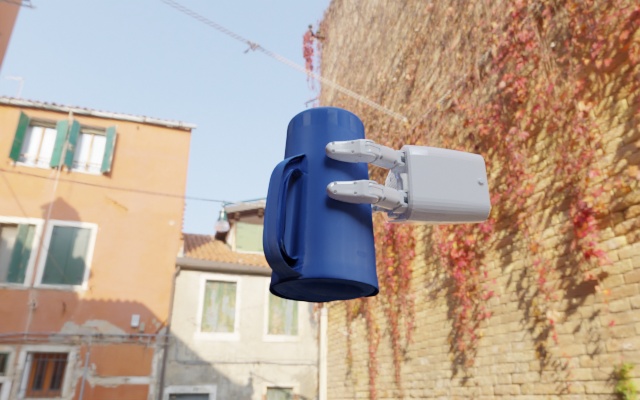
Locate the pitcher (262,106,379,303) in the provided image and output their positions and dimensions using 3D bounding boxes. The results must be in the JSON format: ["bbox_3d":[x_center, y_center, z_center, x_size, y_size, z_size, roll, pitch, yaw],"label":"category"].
[{"bbox_3d":[0.000,0.002,0.610,0.145,0.242,0.149,4,-23,-8],"label":"pitcher"}]
